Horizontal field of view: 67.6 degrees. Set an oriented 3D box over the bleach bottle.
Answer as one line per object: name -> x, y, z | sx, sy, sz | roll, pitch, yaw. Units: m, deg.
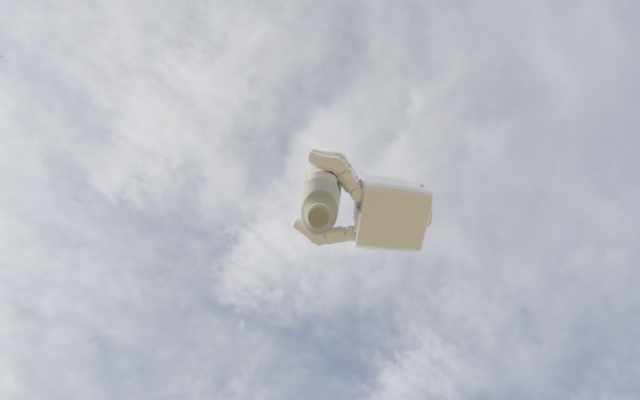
bleach bottle -> 0.000, 0.002, 0.729 | 0.068, 0.102, 0.250 | 5, 13, 0
